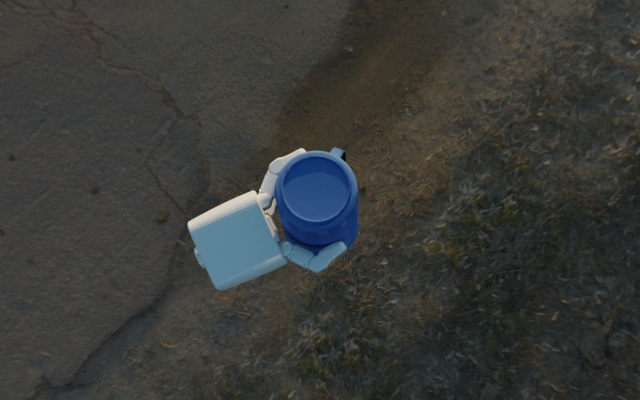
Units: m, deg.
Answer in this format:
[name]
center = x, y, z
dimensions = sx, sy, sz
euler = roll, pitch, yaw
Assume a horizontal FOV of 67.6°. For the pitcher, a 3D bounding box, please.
[pitcher]
center = 0.000, 0.002, 0.723
dimensions = 0.145, 0.149, 0.243
euler = -24, -13, -4
